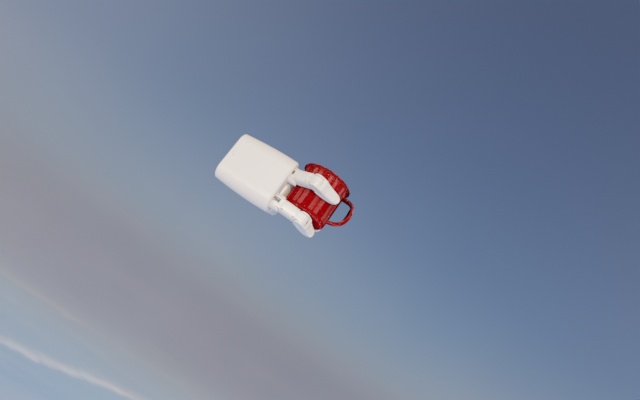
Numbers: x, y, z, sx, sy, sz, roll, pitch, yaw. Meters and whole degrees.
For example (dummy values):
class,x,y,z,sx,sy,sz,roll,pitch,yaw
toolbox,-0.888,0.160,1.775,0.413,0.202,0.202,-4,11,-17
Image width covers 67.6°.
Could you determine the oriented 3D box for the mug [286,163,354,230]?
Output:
class,x,y,z,sx,sy,sz,roll,pitch,yaw
mug,0.001,0.004,0.816,0.117,0.081,0.093,32,-20,10
